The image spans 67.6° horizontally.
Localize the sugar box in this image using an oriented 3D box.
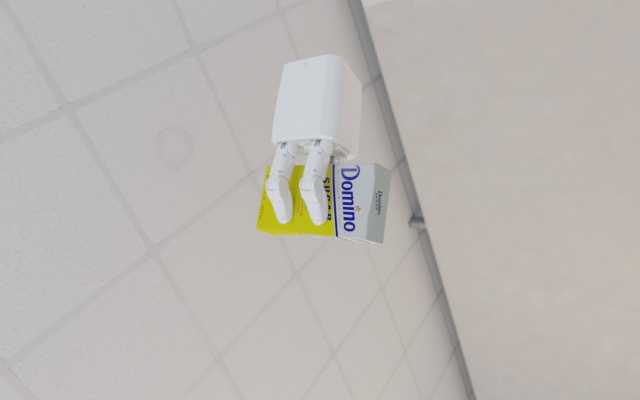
[{"bbox_3d":[0.000,0.002,0.610,0.176,0.093,0.048,0,-12,39],"label":"sugar box"}]
